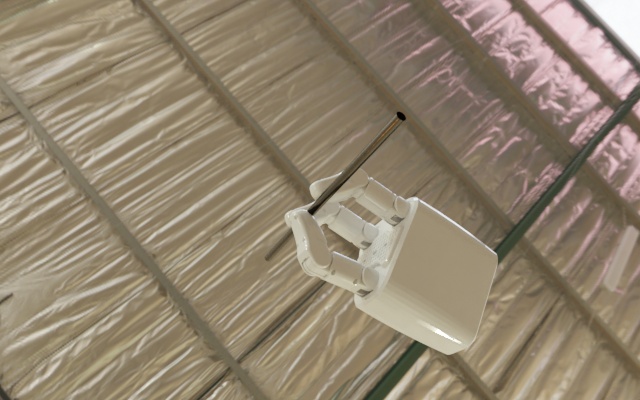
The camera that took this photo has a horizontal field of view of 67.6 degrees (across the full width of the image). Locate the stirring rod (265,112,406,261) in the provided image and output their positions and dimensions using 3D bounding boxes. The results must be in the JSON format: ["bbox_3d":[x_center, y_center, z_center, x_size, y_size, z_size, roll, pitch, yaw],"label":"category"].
[{"bbox_3d":[0.000,0.001,0.418,0.011,0.011,0.240,0,-30,-32],"label":"stirring rod"}]
